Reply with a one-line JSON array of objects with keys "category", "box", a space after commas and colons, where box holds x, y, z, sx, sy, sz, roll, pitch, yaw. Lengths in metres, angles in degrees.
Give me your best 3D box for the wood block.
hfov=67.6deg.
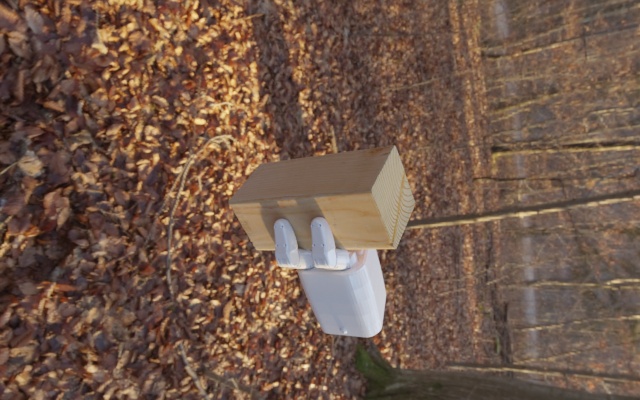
[{"category": "wood block", "box": [0.000, 0.002, 0.606, 0.206, 0.090, 0.090, -4, 35, 33]}]
